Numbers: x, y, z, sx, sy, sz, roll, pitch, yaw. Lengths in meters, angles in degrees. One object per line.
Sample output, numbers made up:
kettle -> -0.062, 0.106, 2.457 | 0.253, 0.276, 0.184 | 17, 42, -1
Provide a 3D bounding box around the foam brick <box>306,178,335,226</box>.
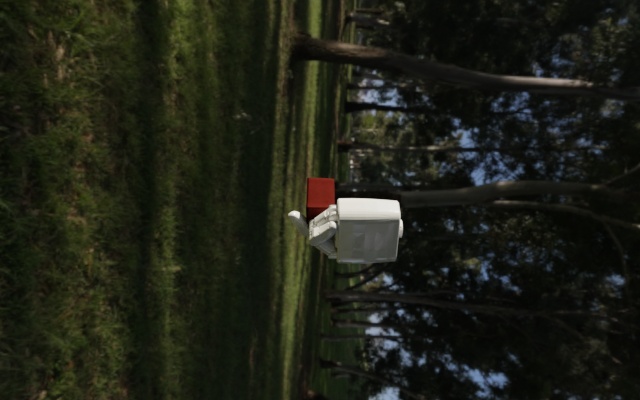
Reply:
foam brick -> 0.000, 0.003, 0.879 | 0.051, 0.078, 0.053 | 0, -43, 0
